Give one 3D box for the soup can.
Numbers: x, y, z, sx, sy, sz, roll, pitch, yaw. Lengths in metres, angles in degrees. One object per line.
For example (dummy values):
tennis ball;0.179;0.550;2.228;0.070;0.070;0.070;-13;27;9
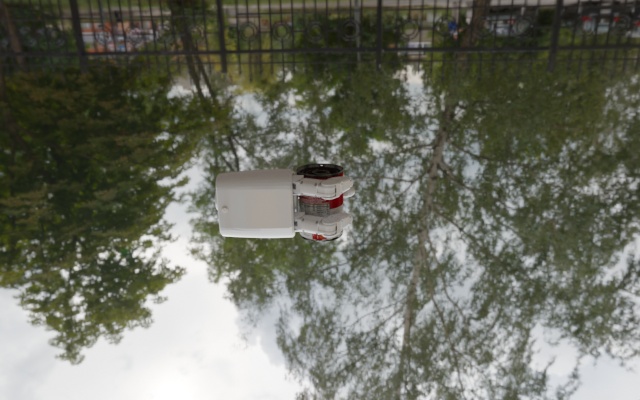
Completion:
soup can;0.001;0.003;0.706;0.068;0.102;0.068;-1;18;0
